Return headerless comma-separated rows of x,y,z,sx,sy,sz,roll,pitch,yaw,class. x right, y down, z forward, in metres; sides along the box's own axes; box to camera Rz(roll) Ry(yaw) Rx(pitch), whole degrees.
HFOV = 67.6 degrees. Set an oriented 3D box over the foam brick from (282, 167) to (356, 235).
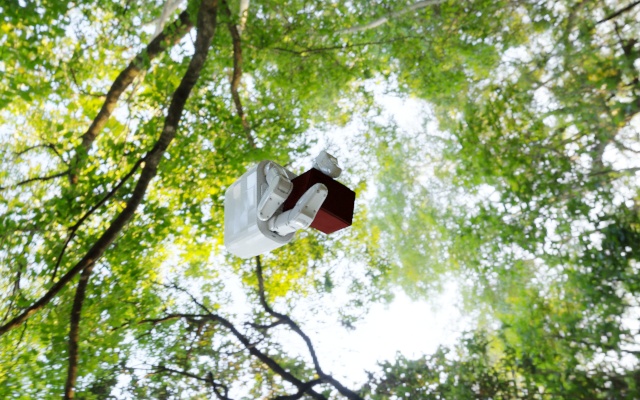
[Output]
0.000,0.002,0.629,0.078,0.053,0.051,30,-35,-27,foam brick
